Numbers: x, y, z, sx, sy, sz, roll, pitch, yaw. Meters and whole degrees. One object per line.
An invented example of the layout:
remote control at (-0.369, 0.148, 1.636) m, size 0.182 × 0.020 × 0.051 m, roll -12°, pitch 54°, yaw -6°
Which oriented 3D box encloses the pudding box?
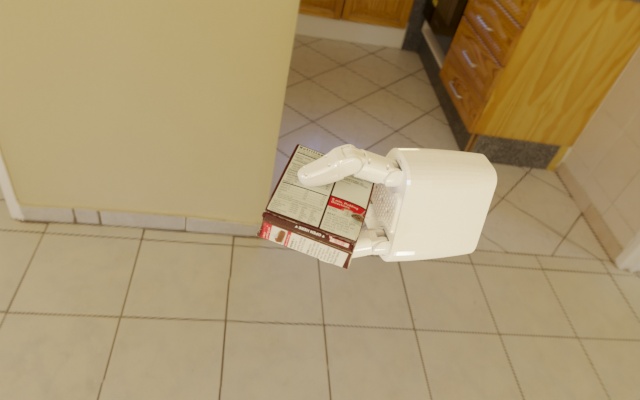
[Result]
pudding box at (0.000, 0.001, 0.461) m, size 0.090 × 0.039 × 0.113 m, roll 20°, pitch 40°, yaw 2°
